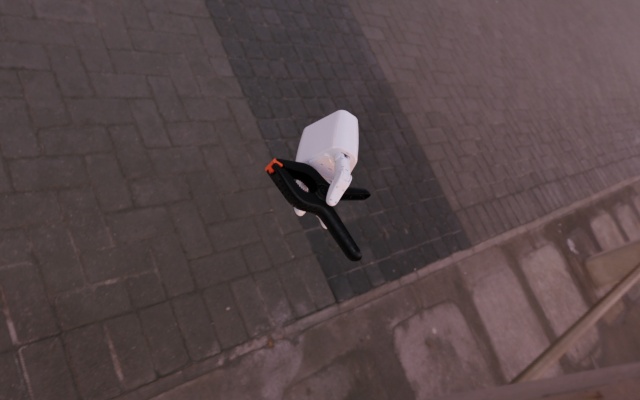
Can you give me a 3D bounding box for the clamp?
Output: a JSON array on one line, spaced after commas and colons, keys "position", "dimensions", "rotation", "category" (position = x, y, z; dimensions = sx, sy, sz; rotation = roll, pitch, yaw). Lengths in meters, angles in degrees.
[{"position": [0.000, 0.002, 0.799], "dimensions": [0.210, 0.164, 0.036], "rotation": [28, -48, -23], "category": "clamp"}]
